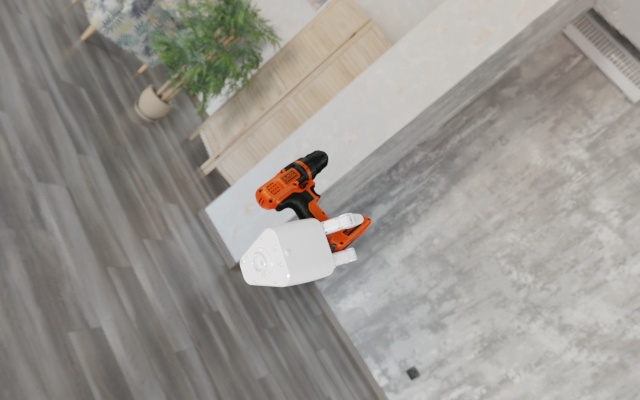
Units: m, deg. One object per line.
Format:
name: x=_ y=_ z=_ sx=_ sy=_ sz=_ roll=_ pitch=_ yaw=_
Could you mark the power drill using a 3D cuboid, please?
power drill: x=0.000 y=0.003 z=0.877 sx=0.184 sy=0.187 sz=0.057 roll=-39 pitch=-14 yaw=-36
